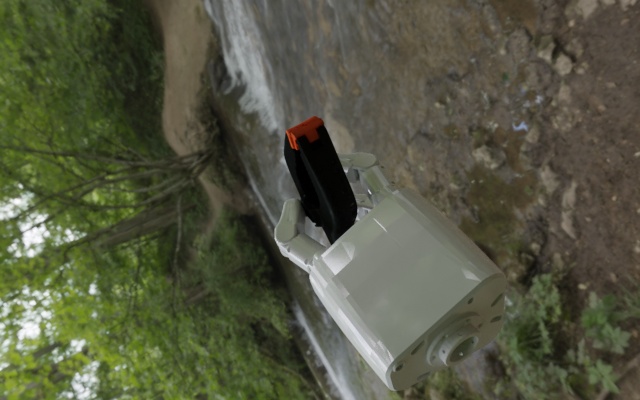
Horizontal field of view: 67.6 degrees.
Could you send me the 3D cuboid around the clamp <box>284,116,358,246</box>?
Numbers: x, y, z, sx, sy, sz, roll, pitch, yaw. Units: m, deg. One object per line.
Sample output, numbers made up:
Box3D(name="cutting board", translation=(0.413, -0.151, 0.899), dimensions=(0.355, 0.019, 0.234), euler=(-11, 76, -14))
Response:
Box3D(name="clamp", translation=(-0.001, 0.002, 0.453), dimensions=(0.036, 0.210, 0.164), euler=(-31, 45, -12))
